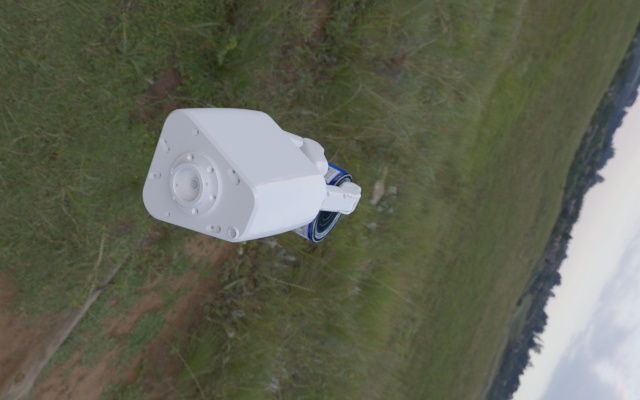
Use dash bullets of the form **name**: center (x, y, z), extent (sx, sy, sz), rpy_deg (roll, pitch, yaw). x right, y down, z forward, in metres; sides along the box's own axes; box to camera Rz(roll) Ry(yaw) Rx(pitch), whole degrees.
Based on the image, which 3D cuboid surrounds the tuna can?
- **tuna can**: center (0.001, 0.002, 0.522), extent (0.033, 0.086, 0.086), rpy_deg (28, 9, 18)
